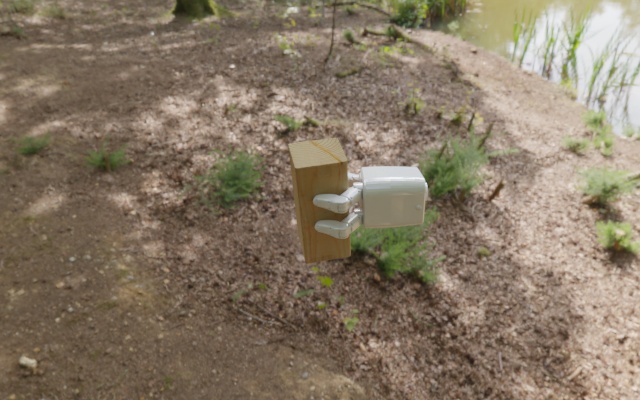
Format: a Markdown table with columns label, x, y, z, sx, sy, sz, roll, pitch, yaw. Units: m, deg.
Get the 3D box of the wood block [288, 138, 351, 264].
| label | x | y | z | sx | sy | sz | roll | pitch | yaw |
| --- | --- | --- | --- | --- | --- | --- | --- | --- | --- |
| wood block | 0.000 | 0.002 | 0.863 | 0.090 | 0.206 | 0.090 | -9 | 35 | -6 |
